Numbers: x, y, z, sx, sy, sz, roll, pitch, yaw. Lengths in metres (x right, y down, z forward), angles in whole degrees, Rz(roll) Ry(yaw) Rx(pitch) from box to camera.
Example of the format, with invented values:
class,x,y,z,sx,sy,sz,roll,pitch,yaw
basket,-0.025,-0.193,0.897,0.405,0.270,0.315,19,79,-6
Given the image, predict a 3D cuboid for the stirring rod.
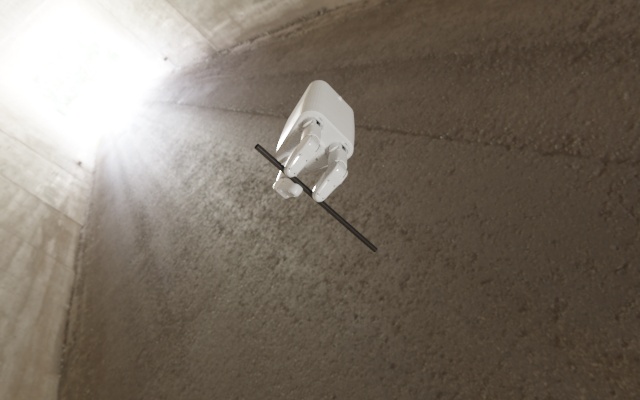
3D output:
class,x,y,z,sx,sy,sz,roll,pitch,yaw
stirring rod,0.000,0.002,0.660,0.240,0.011,0.011,41,-21,-25
